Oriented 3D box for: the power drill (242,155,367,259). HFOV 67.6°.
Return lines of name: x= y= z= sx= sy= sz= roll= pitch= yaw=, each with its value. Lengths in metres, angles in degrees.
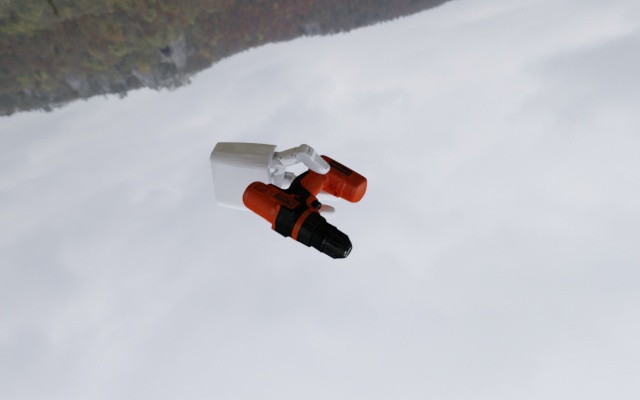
power drill: x=0.000 y=0.002 z=0.746 sx=0.184 sy=0.057 sz=0.187 roll=31 pitch=35 yaw=17
